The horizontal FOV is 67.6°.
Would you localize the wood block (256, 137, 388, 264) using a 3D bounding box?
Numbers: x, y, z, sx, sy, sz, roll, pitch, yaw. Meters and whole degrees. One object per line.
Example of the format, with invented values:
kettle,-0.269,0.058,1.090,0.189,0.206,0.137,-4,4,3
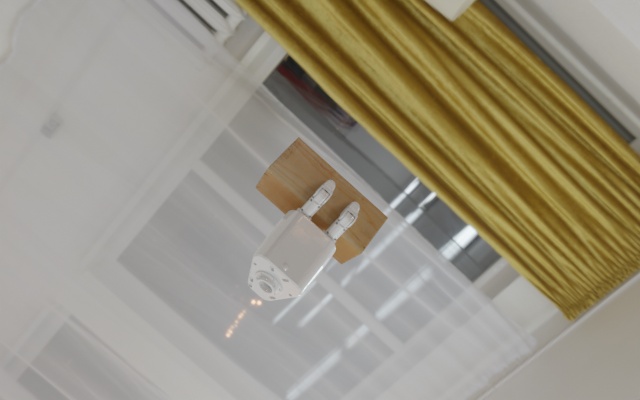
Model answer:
wood block,0.000,0.003,0.831,0.090,0.206,0.091,-49,3,-29
